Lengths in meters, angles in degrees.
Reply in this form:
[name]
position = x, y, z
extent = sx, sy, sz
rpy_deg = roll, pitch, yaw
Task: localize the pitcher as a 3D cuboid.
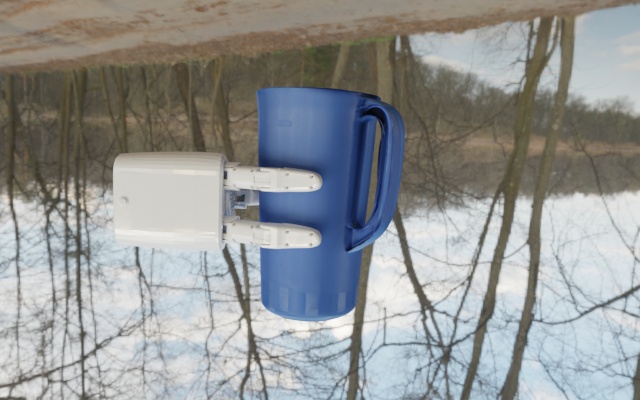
[pitcher]
position = 0.000, 0.002, 0.516
extent = 0.145, 0.243, 0.149
rpy_deg = 2, 6, -5
